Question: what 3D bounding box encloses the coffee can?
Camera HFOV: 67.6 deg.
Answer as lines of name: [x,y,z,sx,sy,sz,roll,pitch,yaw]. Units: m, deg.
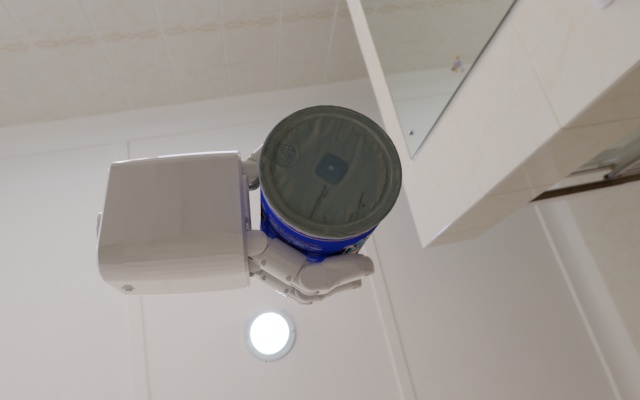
coffee can: [0.000,0.001,0.400,0.103,0.102,0.140,0,-21,-7]
